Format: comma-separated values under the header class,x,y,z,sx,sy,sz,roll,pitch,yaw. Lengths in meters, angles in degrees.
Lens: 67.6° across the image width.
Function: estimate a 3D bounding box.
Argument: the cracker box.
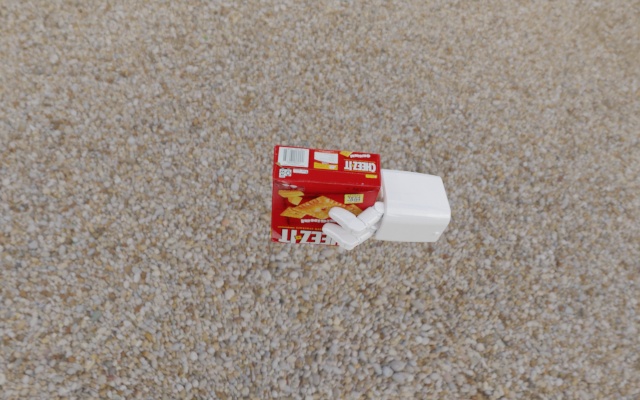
class,x,y,z,sx,sy,sz,roll,pitch,yaw
cracker box,0.000,0.002,0.796,0.164,0.072,0.214,4,-31,-4
